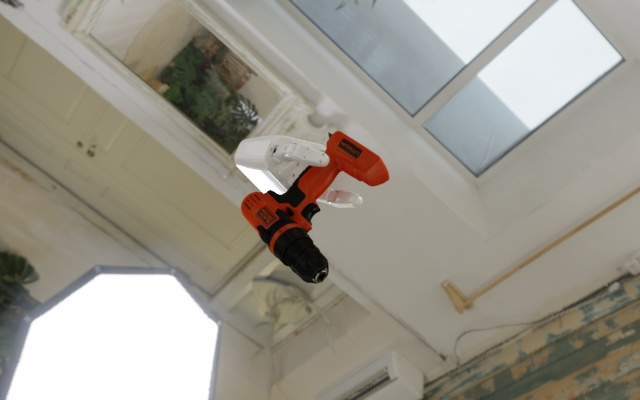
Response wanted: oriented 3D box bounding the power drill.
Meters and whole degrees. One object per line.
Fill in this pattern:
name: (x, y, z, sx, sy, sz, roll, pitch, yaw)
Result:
power drill: (0.000, 0.002, 0.641, 0.184, 0.187, 0.057, 41, -12, 40)
